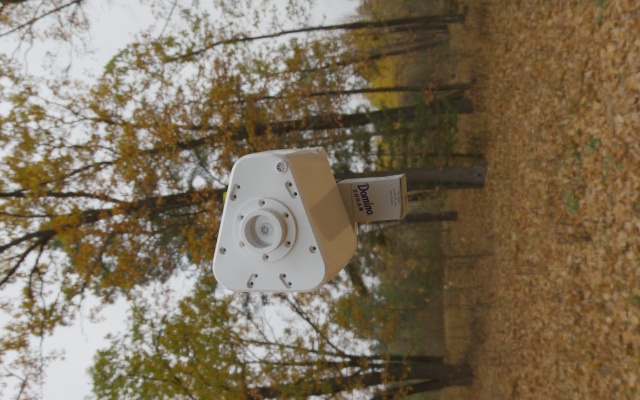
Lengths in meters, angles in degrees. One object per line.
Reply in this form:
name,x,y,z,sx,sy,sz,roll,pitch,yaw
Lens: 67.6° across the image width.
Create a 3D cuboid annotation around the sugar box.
sugar box,0.000,0.002,0.497,0.176,0.048,0.093,-2,5,13
